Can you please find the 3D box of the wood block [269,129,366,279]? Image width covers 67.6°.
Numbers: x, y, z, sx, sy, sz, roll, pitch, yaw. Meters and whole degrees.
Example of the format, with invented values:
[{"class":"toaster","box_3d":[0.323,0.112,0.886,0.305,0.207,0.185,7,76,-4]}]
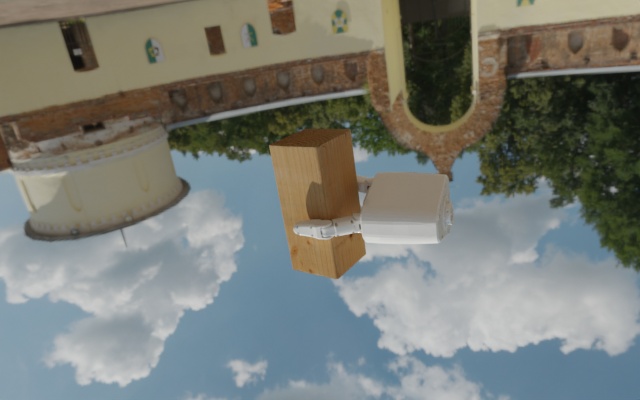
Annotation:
[{"class":"wood block","box_3d":[0.000,0.003,0.728,0.090,0.206,0.090,7,26,36]}]
